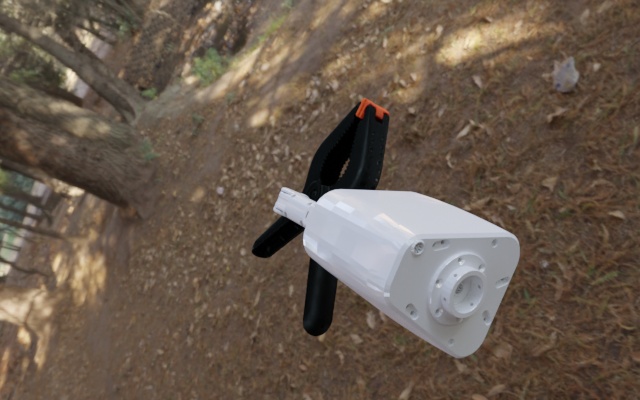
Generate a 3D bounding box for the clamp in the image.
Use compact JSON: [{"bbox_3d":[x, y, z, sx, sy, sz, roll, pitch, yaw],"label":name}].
[{"bbox_3d":[0.000,0.001,0.465,0.036,0.210,0.164,22,3,-33],"label":"clamp"}]
